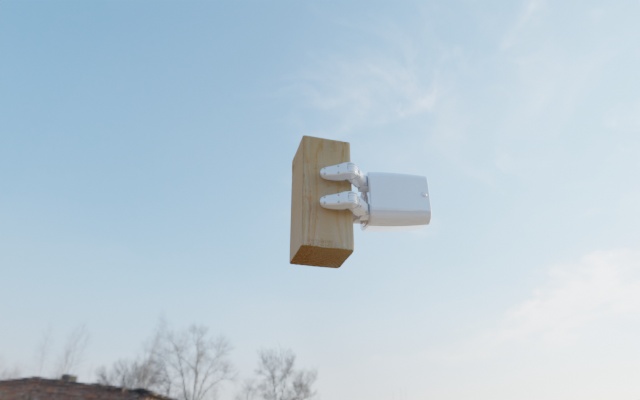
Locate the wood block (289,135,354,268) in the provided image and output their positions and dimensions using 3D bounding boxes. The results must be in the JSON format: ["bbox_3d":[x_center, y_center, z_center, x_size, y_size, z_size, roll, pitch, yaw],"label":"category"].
[{"bbox_3d":[0.000,0.003,0.826,0.090,0.206,0.091,7,-29,-13],"label":"wood block"}]
